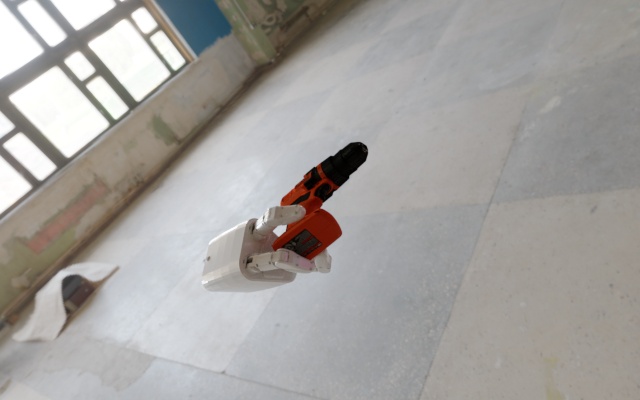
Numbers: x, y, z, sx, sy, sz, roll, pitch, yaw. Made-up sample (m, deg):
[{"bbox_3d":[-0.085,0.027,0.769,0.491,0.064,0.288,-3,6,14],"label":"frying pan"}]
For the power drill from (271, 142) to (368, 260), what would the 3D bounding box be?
[{"bbox_3d":[0.000,0.003,0.734,0.184,0.057,0.187,-41,18,26],"label":"power drill"}]
